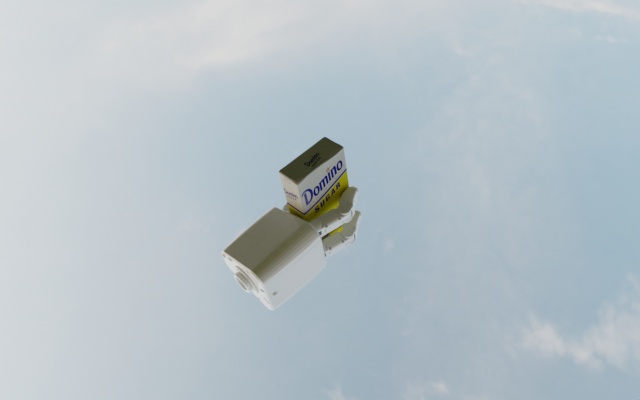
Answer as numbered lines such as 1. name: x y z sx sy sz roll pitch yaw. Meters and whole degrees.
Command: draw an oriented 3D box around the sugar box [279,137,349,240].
1. sugar box: 0.000 0.003 0.711 0.093 0.176 0.048 -40 55 -24
